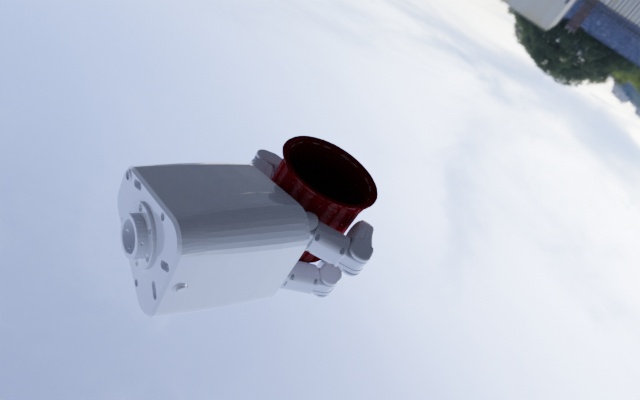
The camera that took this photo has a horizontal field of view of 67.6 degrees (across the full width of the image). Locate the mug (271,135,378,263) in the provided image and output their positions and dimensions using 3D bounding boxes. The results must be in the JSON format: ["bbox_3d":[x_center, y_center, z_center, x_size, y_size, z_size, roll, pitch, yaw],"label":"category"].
[{"bbox_3d":[0.001,0.001,0.441,0.117,0.093,0.081,-3,-43,-43],"label":"mug"}]
